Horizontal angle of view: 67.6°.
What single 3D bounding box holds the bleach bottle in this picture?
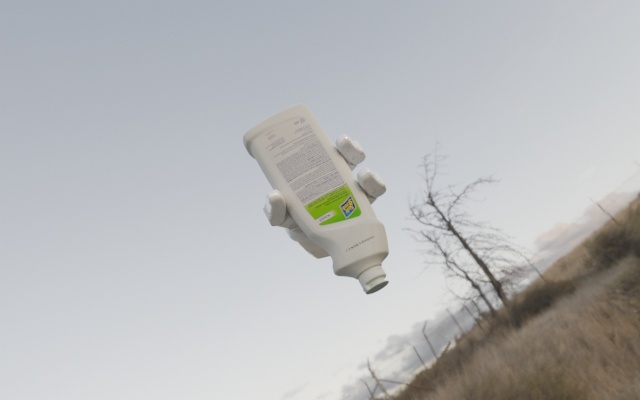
[{"bbox_3d":[0.000,0.002,0.578,0.102,0.250,0.068,-30,-25,1],"label":"bleach bottle"}]
